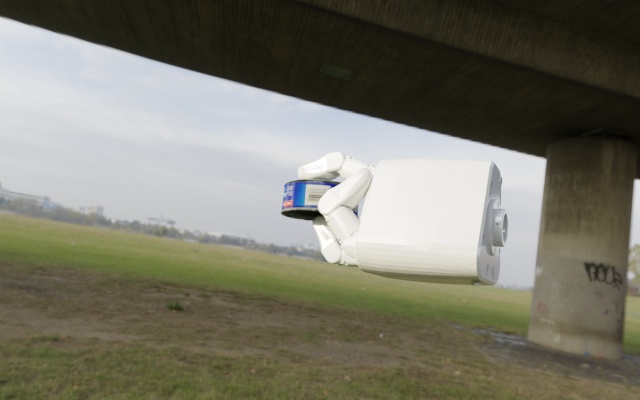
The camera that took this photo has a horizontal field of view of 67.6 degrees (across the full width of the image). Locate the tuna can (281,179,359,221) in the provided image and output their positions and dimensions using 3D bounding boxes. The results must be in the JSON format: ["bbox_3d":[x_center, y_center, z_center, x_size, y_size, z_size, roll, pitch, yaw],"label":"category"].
[{"bbox_3d":[0.000,0.001,0.528,0.086,0.033,0.086,4,-10,1],"label":"tuna can"}]
